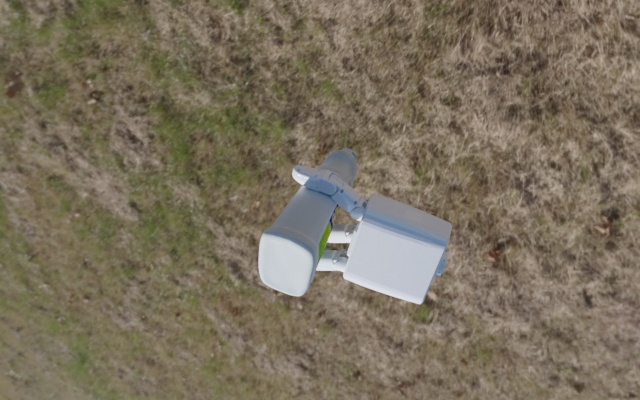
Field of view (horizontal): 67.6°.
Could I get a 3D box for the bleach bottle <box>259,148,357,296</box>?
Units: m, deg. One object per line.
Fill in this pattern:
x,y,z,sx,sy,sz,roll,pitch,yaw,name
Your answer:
0.000,0.002,0.634,0.068,0.103,0.250,20,43,9,bleach bottle
